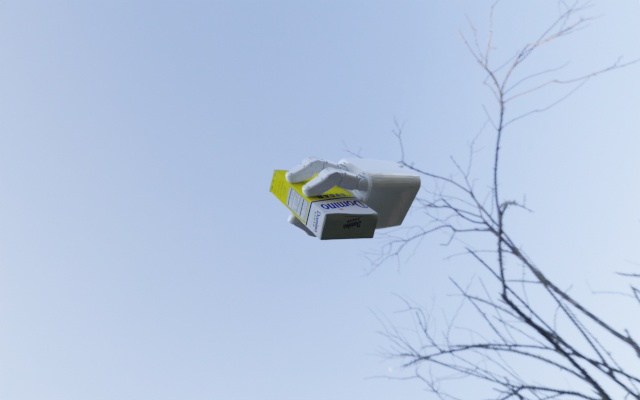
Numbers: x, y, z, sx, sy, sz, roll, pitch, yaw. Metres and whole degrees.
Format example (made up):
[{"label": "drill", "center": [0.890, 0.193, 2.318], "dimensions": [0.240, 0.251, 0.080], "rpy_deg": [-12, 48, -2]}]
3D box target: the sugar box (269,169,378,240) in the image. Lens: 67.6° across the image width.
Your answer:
[{"label": "sugar box", "center": [0.000, 0.002, 0.722], "dimensions": [0.093, 0.048, 0.176], "rpy_deg": [1, 20, -32]}]
